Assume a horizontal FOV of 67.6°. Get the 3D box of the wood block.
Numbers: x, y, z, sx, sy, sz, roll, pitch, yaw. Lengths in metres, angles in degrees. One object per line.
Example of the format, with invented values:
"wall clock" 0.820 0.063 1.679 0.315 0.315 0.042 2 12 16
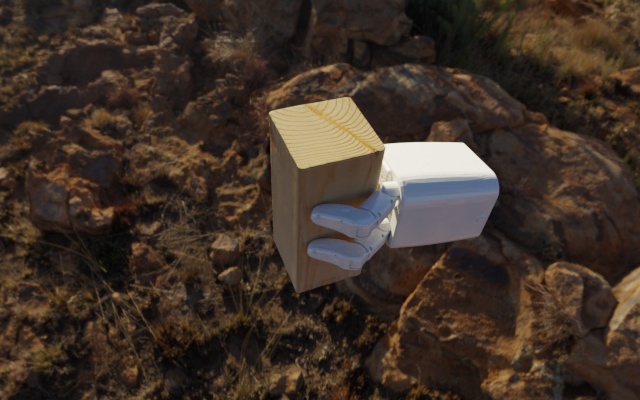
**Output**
"wood block" 0.000 0.001 0.533 0.090 0.090 0.206 -14 -40 -16
